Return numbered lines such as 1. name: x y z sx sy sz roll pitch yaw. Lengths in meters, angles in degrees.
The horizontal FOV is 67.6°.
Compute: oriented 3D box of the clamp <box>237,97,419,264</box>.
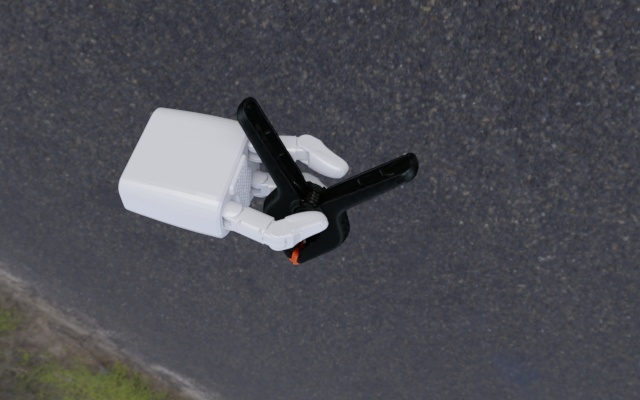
1. clamp: 0.000 0.002 0.477 0.164 0.036 0.210 16 -40 9
